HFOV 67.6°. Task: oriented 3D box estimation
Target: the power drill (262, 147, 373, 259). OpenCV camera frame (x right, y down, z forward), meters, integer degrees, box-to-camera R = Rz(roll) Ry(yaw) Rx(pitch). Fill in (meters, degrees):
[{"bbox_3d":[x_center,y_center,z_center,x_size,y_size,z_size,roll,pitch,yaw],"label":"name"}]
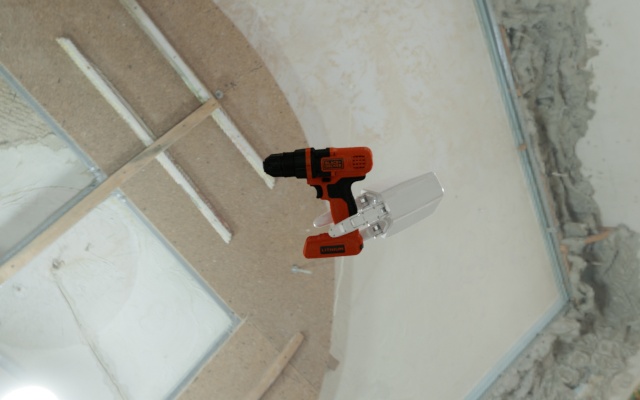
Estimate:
[{"bbox_3d":[0.000,0.003,0.811,0.184,0.188,0.057,-3,15,4],"label":"power drill"}]
